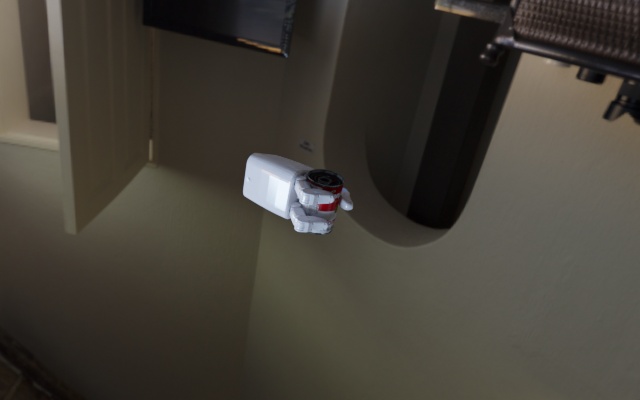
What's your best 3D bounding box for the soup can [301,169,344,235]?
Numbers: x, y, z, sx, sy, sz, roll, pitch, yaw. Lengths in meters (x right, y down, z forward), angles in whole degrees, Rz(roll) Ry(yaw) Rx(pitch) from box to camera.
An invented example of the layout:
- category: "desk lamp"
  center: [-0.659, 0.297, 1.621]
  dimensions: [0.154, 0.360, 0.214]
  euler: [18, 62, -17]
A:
- category: "soup can"
  center: [0.001, 0.003, 0.873]
  dimensions: [0.068, 0.102, 0.068]
  euler: [10, 27, -5]
